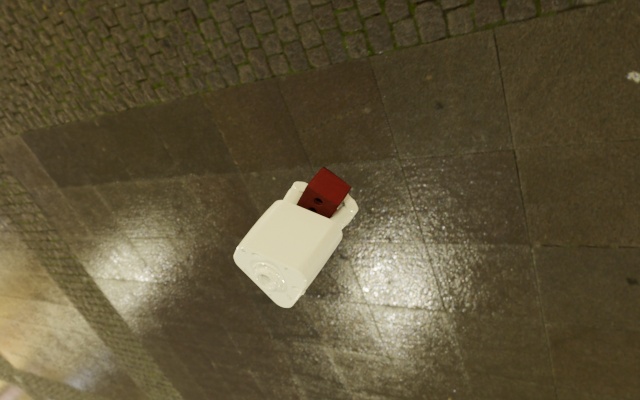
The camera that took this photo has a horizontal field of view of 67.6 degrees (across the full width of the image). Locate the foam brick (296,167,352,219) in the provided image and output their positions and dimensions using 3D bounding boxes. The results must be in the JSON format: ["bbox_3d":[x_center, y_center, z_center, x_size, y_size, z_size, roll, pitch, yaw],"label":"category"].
[{"bbox_3d":[0.000,0.002,0.696,0.053,0.078,0.051,35,45,5],"label":"foam brick"}]
